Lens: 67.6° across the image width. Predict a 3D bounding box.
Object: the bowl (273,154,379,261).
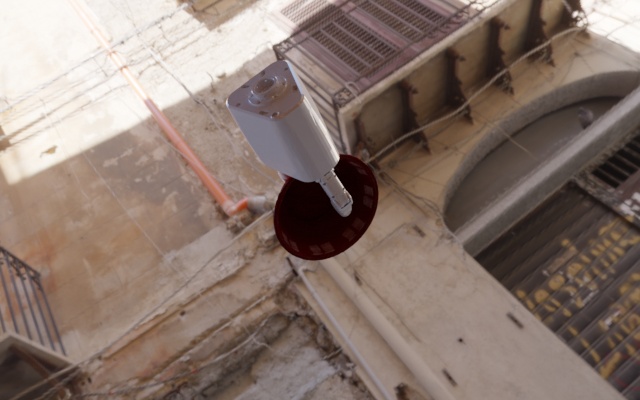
[{"bbox_3d":[0.000,0.003,0.676,0.162,0.162,0.055,0,24,-29],"label":"bowl"}]
